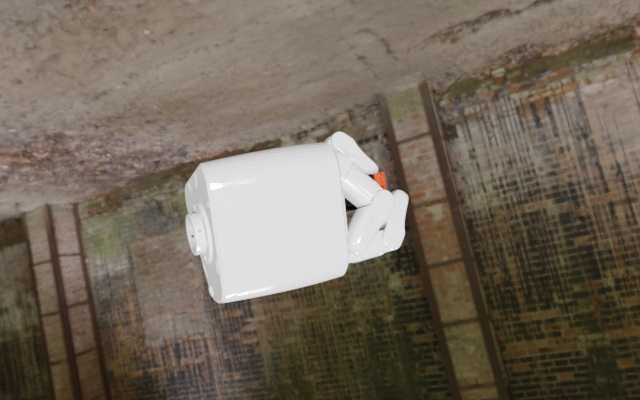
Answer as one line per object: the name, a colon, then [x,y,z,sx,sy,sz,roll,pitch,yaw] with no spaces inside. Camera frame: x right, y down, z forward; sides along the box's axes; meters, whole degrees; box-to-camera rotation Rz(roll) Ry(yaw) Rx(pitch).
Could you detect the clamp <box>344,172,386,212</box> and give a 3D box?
clamp: [0.000,0.002,0.496,0.120,0.039,0.171,-11,-6,-26]
